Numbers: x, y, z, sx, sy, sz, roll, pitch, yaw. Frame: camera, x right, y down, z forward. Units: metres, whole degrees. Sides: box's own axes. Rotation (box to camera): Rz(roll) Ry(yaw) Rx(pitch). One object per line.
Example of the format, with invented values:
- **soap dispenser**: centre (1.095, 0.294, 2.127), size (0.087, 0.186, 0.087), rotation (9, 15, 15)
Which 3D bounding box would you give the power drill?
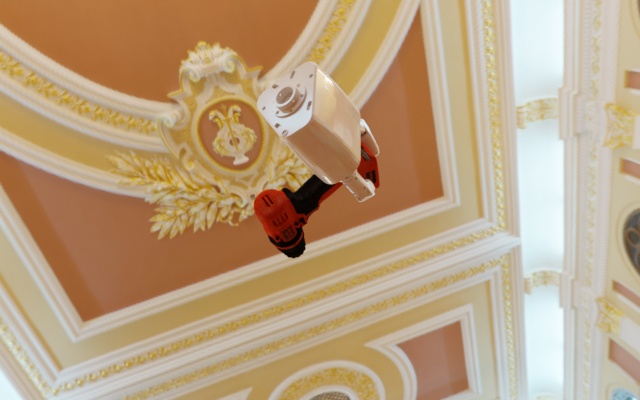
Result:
- **power drill**: centre (0.000, 0.002, 0.707), size (0.187, 0.057, 0.184), rotation (-37, -25, -9)
